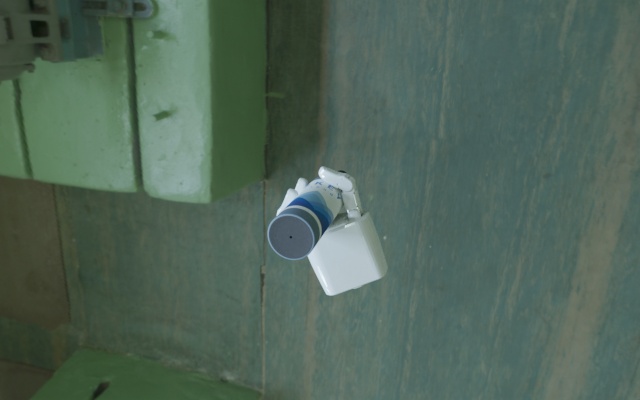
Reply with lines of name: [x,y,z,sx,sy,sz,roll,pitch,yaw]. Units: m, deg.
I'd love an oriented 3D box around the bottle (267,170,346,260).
bottle: [0.000,0.002,0.763,0.069,0.069,0.295,0,18,16]
